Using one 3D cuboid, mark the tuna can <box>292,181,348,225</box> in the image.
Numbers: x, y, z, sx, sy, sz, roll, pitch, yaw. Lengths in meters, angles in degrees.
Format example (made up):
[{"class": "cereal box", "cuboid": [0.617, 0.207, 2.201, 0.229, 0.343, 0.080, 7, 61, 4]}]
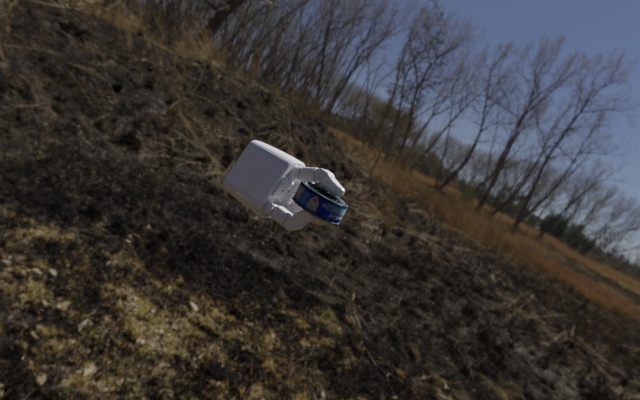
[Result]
[{"class": "tuna can", "cuboid": [0.000, 0.002, 0.757, 0.086, 0.034, 0.086, 28, 9, -5]}]
